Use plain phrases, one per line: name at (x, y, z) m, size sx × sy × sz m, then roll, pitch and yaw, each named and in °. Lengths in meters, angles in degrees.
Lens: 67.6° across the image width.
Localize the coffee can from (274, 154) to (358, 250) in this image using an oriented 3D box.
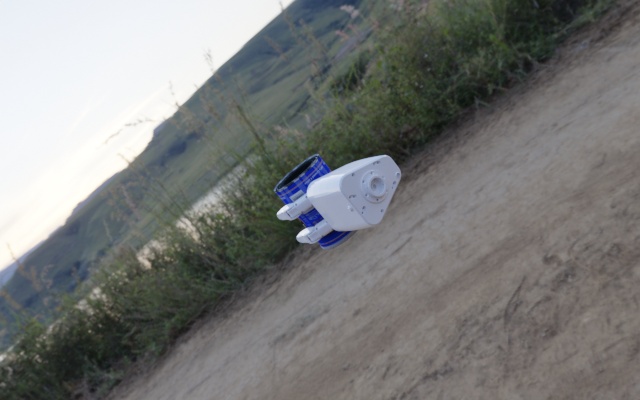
coffee can at (0.000, 0.003, 0.855) m, size 0.103 × 0.140 × 0.102 m, roll -37°, pitch 14°, yaw 11°
